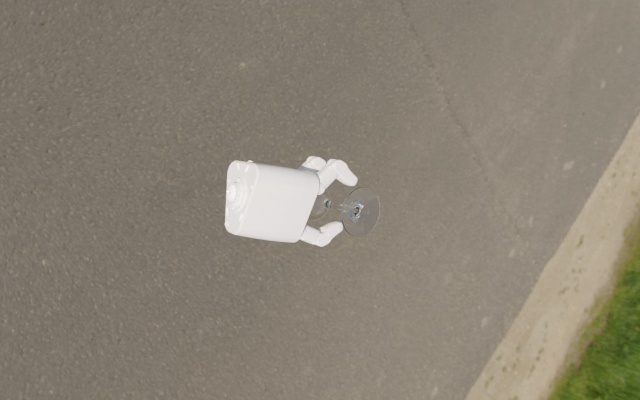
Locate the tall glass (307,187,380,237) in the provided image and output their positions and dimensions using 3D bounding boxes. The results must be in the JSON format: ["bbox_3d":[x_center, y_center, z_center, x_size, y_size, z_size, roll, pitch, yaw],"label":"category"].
[{"bbox_3d":[0.001,0.003,0.774,0.079,0.079,0.201,0,8,-37],"label":"tall glass"}]
